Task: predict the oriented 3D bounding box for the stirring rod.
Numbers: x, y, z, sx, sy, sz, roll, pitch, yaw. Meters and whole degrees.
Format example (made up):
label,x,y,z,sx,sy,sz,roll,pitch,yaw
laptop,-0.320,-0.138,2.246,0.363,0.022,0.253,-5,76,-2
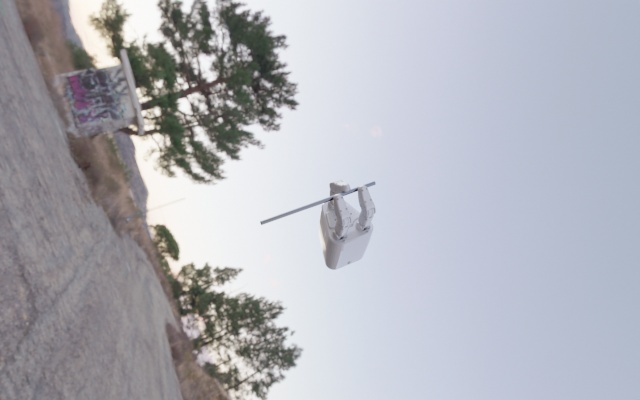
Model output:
label,x,y,z,sx,sy,sz,roll,pitch,yaw
stirring rod,0.000,0.003,0.889,0.239,0.011,0.011,-19,7,-21
